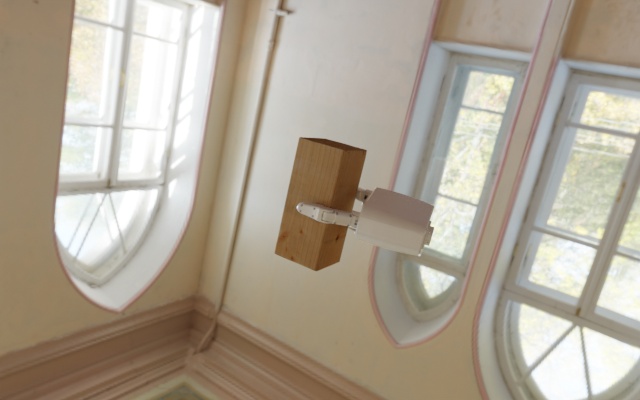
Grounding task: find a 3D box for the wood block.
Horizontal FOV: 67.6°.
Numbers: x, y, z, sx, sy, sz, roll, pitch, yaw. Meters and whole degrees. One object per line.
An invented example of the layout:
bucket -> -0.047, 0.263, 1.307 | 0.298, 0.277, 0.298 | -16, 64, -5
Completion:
wood block -> 0.000, 0.003, 0.818 | 0.090, 0.206, 0.091 | 19, 14, 27
